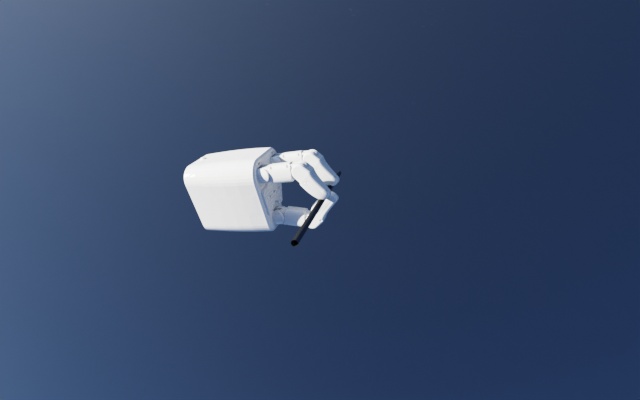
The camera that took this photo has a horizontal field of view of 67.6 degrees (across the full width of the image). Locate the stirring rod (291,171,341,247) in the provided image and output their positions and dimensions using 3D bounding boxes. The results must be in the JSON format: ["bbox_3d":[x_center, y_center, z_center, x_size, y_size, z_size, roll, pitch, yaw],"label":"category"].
[{"bbox_3d":[0.000,0.002,0.614,0.011,0.011,0.239,0,21,14],"label":"stirring rod"}]
